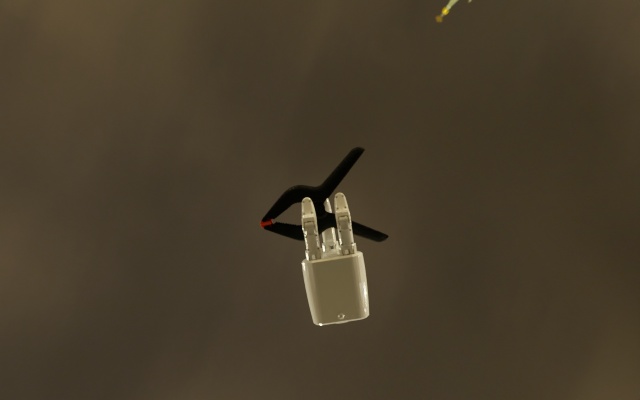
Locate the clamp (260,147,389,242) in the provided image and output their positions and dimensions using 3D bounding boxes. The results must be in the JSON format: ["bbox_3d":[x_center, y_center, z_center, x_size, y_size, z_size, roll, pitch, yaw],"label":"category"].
[{"bbox_3d":[0.000,0.003,0.806,0.210,0.164,0.036,-9,1,-1],"label":"clamp"}]
